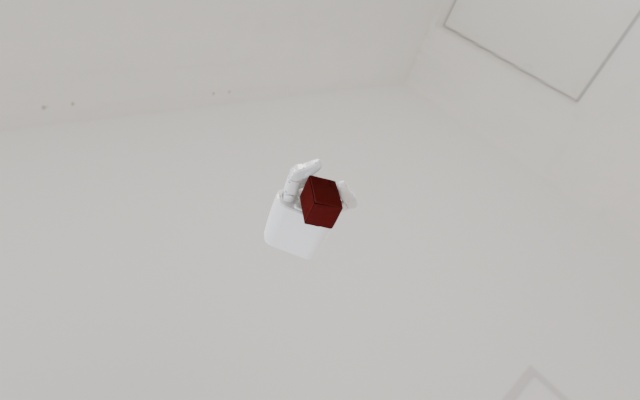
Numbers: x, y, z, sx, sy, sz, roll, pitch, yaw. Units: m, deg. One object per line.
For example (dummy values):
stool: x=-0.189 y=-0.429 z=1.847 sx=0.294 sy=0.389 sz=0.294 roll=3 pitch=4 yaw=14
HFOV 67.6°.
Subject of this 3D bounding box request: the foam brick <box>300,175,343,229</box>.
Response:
foam brick: x=0.000 y=0.003 z=0.829 sx=0.053 sy=0.051 sz=0.078 roll=13 pitch=36 yaw=-19
